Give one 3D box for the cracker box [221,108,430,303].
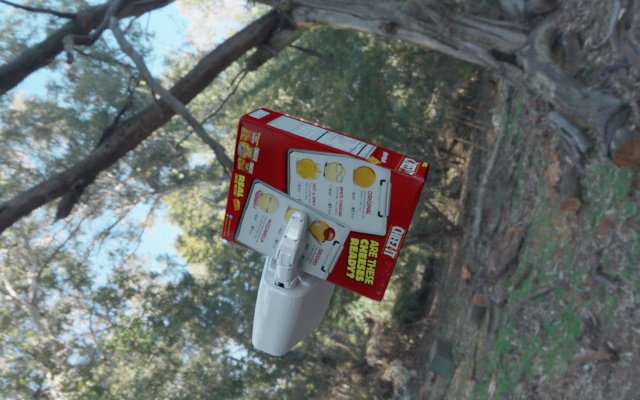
[{"bbox_3d":[0.000,0.002,0.565,0.213,0.164,0.072,20,28,11],"label":"cracker box"}]
